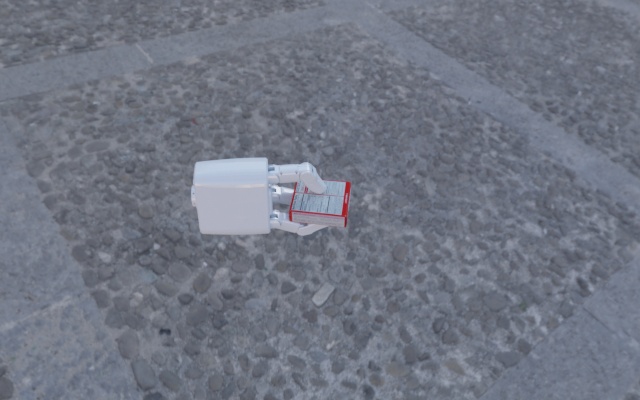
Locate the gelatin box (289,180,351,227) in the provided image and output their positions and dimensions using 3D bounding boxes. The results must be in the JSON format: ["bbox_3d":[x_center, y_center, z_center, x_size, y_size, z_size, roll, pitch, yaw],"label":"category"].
[{"bbox_3d":[0.000,0.002,0.741,0.089,0.073,0.030,5,-42,6],"label":"gelatin box"}]
